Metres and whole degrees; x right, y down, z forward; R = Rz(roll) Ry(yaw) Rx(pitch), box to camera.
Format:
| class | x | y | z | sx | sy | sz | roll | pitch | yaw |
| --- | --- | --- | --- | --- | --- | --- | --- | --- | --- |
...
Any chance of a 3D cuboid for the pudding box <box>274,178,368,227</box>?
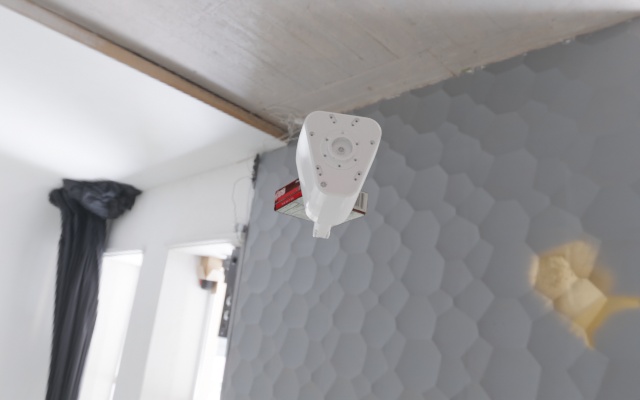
| class | x | y | z | sx | sy | sz | roll | pitch | yaw |
| --- | --- | --- | --- | --- | --- | --- | --- | --- | --- |
| pudding box | 0.000 | 0.002 | 0.712 | 0.113 | 0.039 | 0.090 | 19 | -25 | -30 |
